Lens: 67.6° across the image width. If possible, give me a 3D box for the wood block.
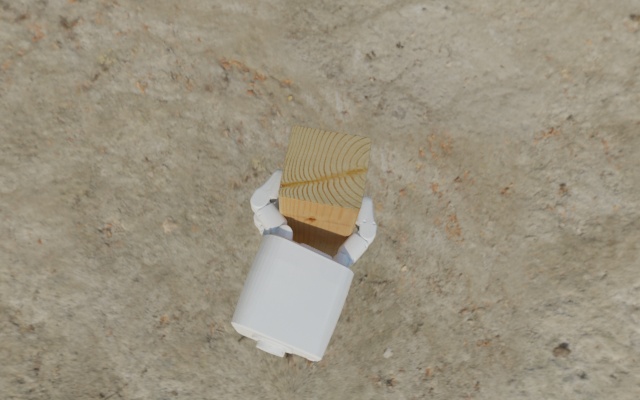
[{"bbox_3d":[0.000,0.002,0.606,0.091,0.090,0.206,10,-22,0],"label":"wood block"}]
